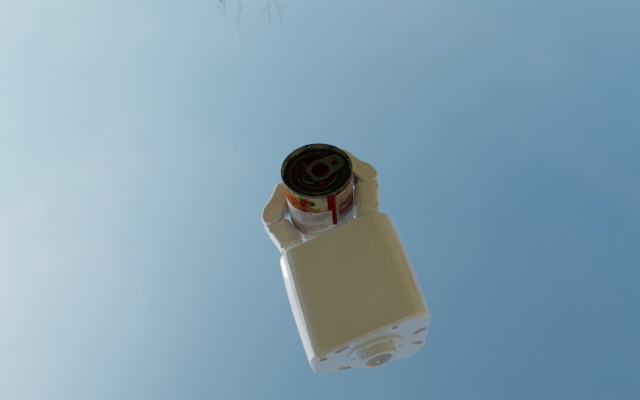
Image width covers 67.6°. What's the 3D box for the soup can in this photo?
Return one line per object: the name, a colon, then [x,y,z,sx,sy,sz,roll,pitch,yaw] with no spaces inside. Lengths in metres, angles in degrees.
soup can: [0.000,0.001,0.486,0.068,0.068,0.102,0,-38,5]
